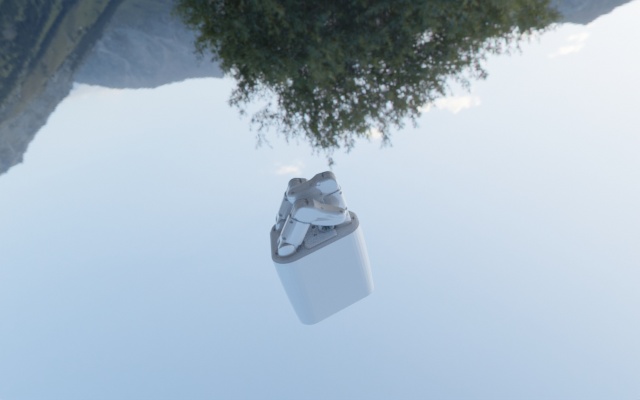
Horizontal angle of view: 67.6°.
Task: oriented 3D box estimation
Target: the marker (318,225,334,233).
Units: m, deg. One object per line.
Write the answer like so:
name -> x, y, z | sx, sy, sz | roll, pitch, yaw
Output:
marker -> 0.000, 0.002, 0.604 | 0.020, 0.020, 0.121 | 0, 28, -7
